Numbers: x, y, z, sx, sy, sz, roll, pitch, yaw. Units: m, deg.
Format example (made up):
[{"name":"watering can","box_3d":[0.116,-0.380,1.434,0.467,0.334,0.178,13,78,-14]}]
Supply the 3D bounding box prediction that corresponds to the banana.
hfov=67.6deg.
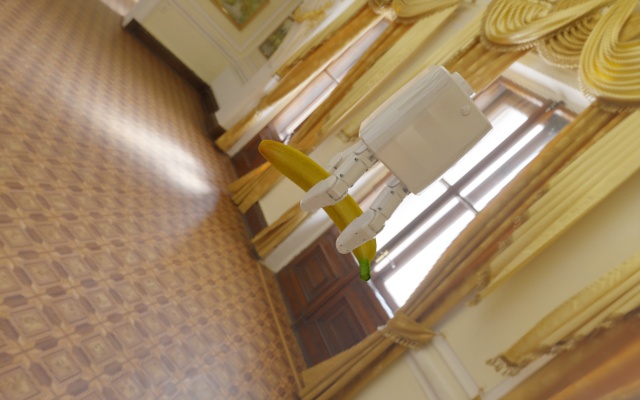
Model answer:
[{"name":"banana","box_3d":[0.008,0.000,0.560,0.037,0.198,0.069,-40,0,23]}]
